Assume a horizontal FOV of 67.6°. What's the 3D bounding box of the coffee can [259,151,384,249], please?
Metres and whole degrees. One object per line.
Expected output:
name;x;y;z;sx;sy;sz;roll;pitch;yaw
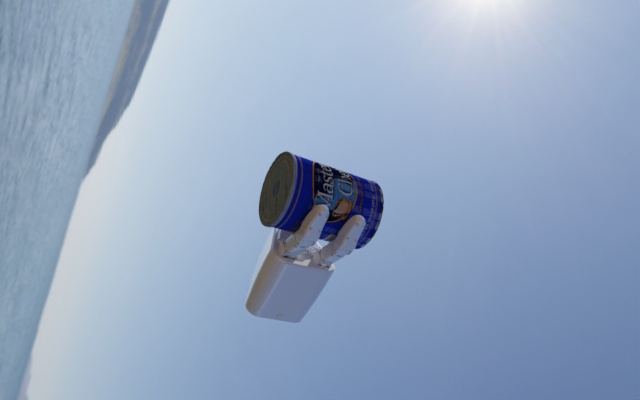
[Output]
coffee can;0.000;0.002;0.654;0.140;0.103;0.103;17;-8;-26
